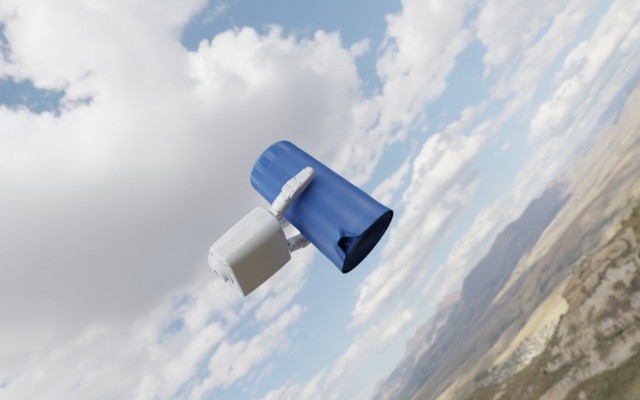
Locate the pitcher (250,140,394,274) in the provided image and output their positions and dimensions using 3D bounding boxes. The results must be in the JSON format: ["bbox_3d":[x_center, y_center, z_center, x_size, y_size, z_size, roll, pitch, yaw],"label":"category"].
[{"bbox_3d":[0.000,0.003,0.836,0.242,0.145,0.149,39,-26,20],"label":"pitcher"}]
